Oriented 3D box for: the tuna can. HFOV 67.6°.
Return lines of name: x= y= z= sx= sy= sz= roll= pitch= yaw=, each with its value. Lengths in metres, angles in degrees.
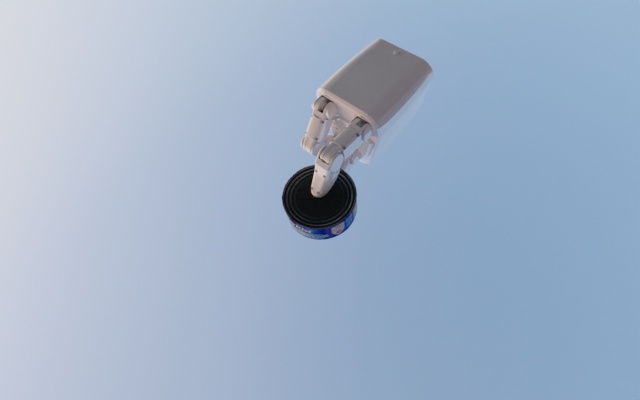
tuna can: x=0.000 y=0.002 z=0.556 sx=0.086 sy=0.086 sz=0.034 roll=0 pitch=-30 yaw=7
